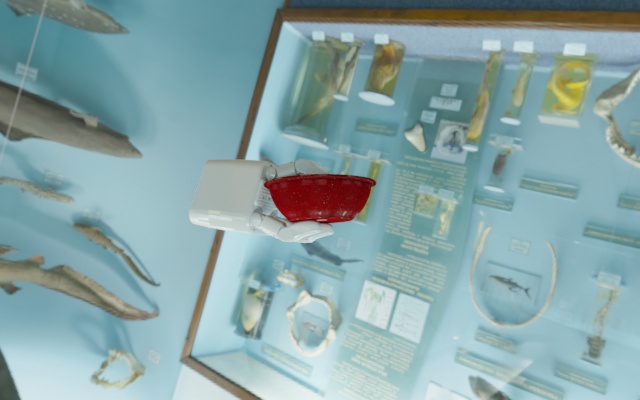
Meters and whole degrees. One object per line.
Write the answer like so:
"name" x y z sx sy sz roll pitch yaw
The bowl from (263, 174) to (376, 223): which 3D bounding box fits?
"bowl" 0.001 0.003 0.681 0.162 0.055 0.162 -1 -7 0
